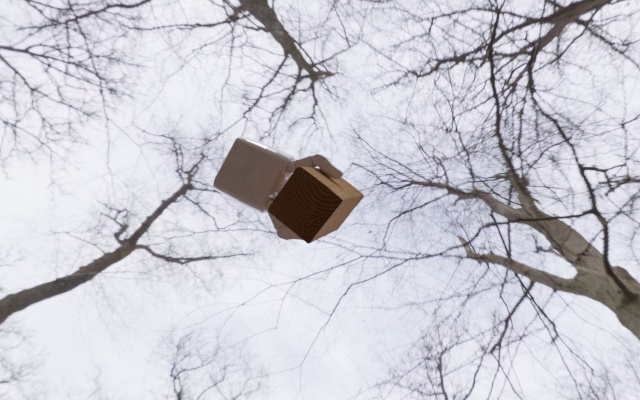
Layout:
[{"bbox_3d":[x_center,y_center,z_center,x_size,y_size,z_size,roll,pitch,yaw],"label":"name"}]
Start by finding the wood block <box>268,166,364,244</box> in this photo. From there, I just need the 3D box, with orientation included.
[{"bbox_3d":[0.000,0.002,0.832,0.090,0.091,0.206,38,11,10],"label":"wood block"}]
